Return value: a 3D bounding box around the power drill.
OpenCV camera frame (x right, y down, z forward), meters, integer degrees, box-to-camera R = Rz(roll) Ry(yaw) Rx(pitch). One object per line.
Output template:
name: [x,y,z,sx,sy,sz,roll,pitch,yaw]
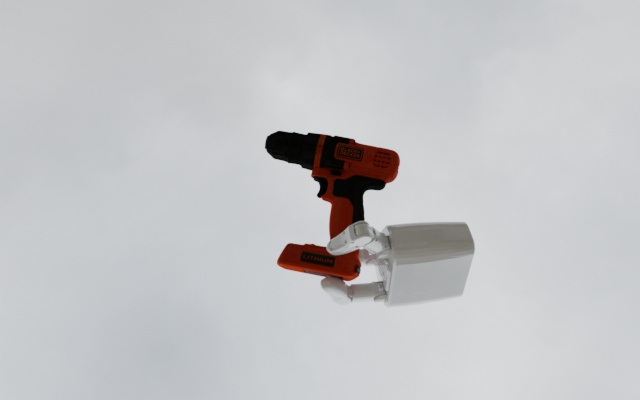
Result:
power drill: [0.000,0.003,0.626,0.184,0.187,0.057,11,-13,8]
